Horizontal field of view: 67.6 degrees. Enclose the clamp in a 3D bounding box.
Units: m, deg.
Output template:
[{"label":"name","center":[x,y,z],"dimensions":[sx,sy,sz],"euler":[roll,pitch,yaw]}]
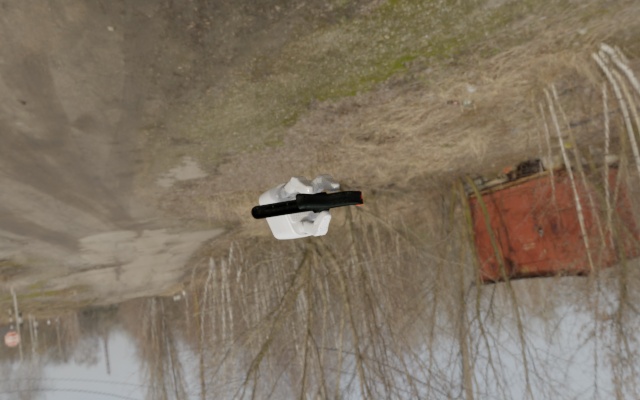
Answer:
[{"label":"clamp","center":[0.001,0.004,0.859],"dimensions":[0.210,0.036,0.164],"euler":[-7,-3,-30]}]
